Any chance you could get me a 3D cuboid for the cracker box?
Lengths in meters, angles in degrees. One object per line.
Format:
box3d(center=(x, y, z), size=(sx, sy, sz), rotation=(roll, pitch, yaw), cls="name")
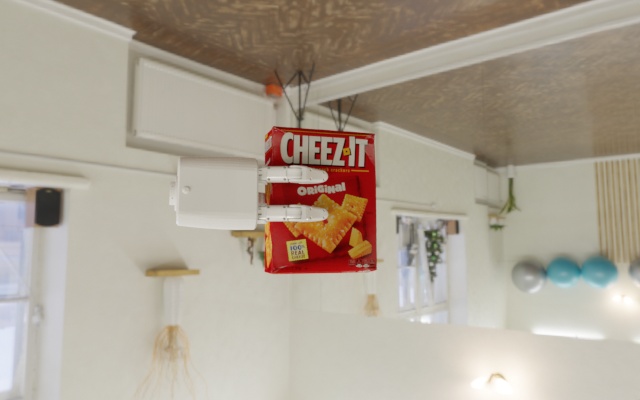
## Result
box3d(center=(0.000, 0.003, 0.724), size=(0.164, 0.213, 0.072), rotation=(2, -6, -17), cls="cracker box")
